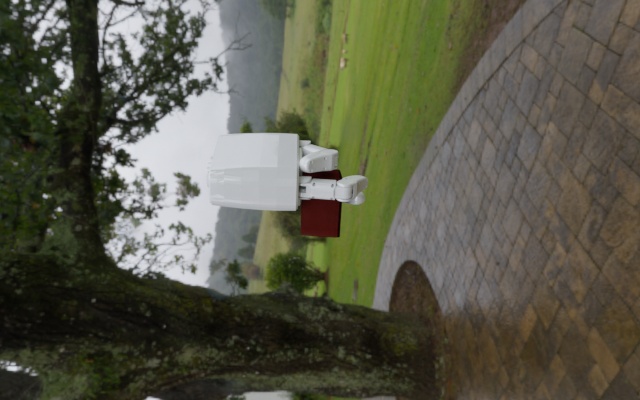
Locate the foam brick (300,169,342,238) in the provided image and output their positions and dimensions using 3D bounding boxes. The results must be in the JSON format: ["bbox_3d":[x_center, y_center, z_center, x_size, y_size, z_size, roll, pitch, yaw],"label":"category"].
[{"bbox_3d":[0.000,0.002,0.620,0.051,0.078,0.053,1,20,-4],"label":"foam brick"}]
